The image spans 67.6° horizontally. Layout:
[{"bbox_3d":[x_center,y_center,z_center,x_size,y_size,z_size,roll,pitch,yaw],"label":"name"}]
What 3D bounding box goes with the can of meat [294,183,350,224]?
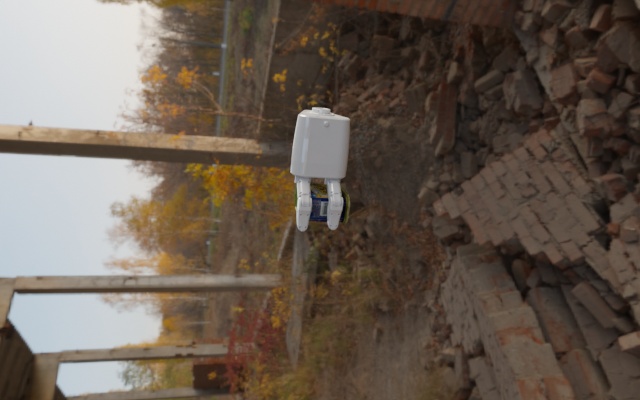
[{"bbox_3d":[0.000,0.003,0.887,0.084,0.057,0.102,3,20,-14],"label":"can of meat"}]
